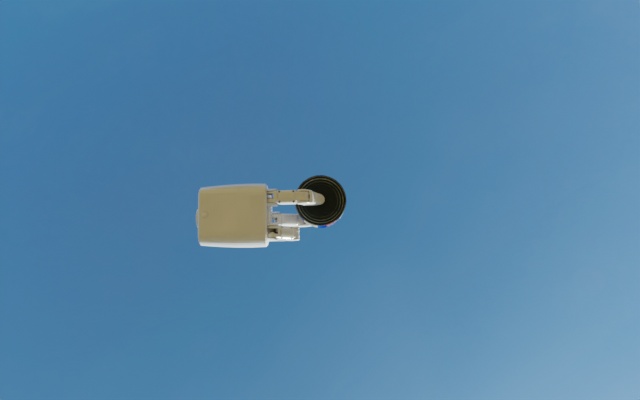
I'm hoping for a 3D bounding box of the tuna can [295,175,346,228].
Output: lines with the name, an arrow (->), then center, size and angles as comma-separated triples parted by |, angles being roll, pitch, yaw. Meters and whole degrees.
tuna can -> 0.000, 0.003, 0.805 | 0.086, 0.086, 0.034 | 0, -11, 1
